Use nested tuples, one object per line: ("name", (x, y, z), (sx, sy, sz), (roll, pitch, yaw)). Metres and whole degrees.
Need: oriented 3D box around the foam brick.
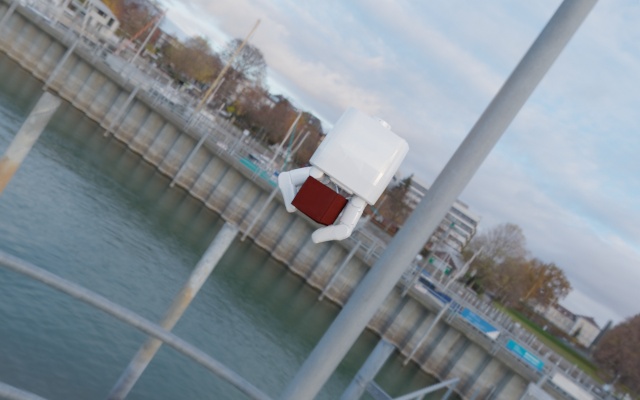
("foam brick", (0.000, 0.002, 0.702), (0.053, 0.051, 0.078), (35, 2, 16))
